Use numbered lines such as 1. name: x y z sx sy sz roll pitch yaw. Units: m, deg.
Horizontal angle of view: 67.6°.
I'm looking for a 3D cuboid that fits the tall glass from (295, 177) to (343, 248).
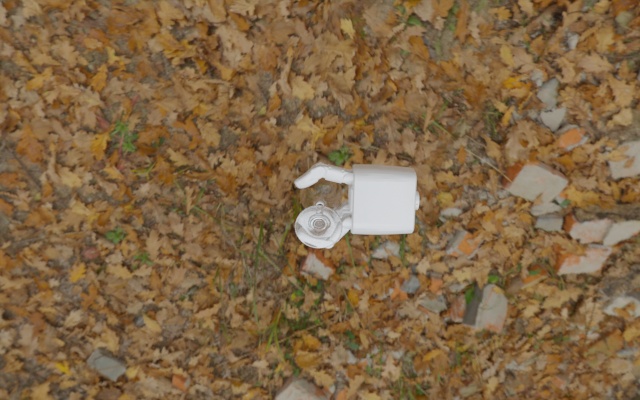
1. tall glass: 0.000 0.003 0.830 0.079 0.079 0.201 0 23 1
